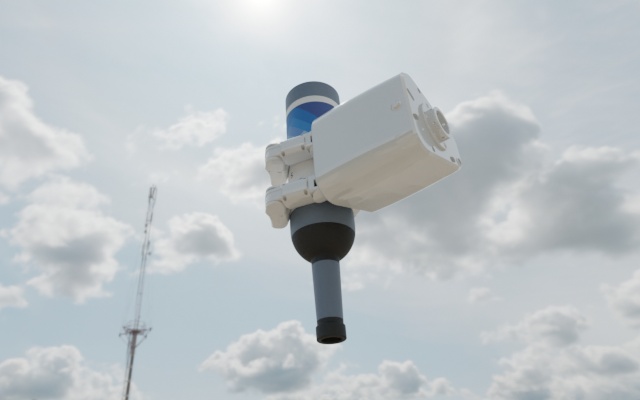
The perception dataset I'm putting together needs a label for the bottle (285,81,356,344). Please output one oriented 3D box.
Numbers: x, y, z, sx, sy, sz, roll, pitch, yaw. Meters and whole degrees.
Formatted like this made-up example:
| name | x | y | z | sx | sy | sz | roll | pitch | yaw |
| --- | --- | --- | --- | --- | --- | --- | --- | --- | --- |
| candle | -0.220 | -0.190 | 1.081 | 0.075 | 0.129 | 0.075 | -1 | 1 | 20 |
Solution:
| name | x | y | z | sx | sy | sz | roll | pitch | yaw |
| --- | --- | --- | --- | --- | --- | --- | --- | --- | --- |
| bottle | 0.000 | 0.001 | 0.506 | 0.069 | 0.295 | 0.069 | -3 | -33 | -2 |
